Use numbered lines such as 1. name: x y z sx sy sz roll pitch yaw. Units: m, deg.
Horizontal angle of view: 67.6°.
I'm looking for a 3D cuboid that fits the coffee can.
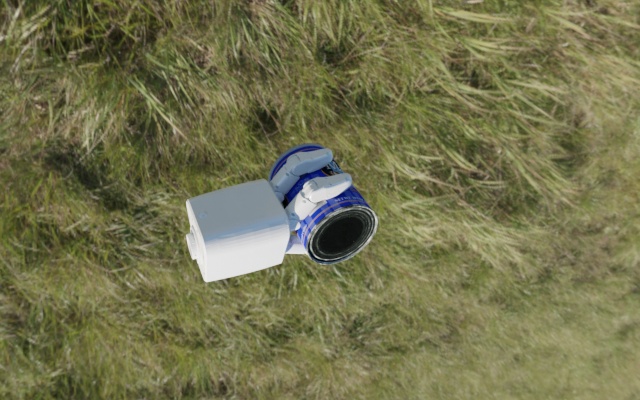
1. coffee can: 0.000 0.002 0.655 0.103 0.103 0.140 0 39 -32
